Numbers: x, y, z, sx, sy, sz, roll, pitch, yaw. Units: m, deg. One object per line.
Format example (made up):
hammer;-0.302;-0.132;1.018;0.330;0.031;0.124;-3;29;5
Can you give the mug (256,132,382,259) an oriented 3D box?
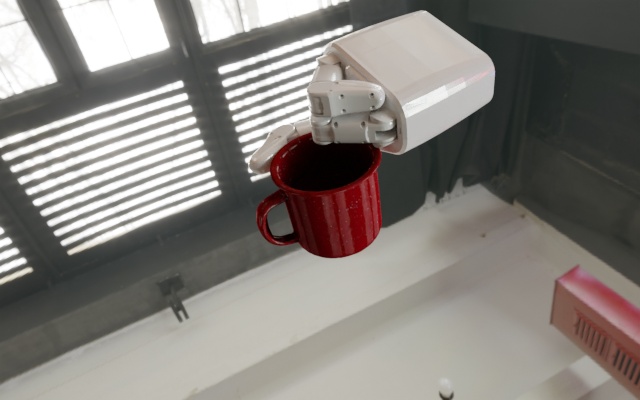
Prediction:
mug;-0.001;0.002;0.414;0.117;0.082;0.093;-28;42;-18
